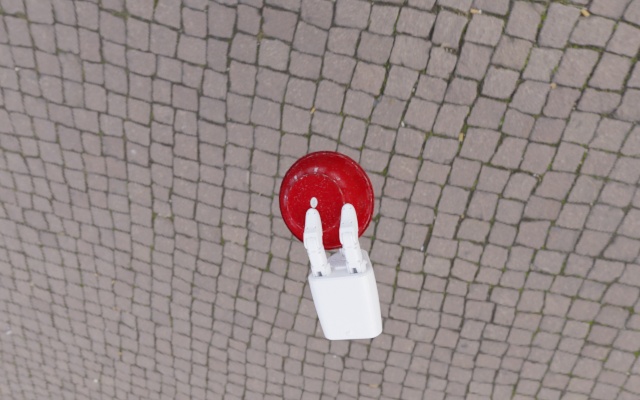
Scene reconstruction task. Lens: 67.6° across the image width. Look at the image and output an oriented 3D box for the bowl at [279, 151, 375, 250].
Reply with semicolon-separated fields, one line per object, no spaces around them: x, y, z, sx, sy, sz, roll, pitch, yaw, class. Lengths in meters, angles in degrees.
-0.001;0.001;0.744;0.162;0.162;0.055;0;5;18;bowl
